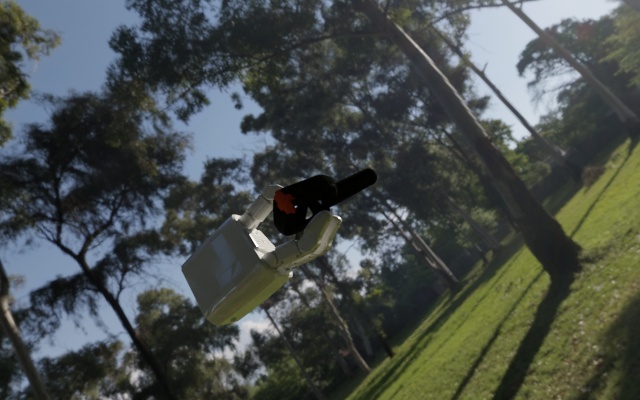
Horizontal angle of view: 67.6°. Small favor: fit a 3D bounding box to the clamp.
[{"bbox_3d":[-0.001,0.002,0.633,0.036,0.164,0.210,46,5,17],"label":"clamp"}]
